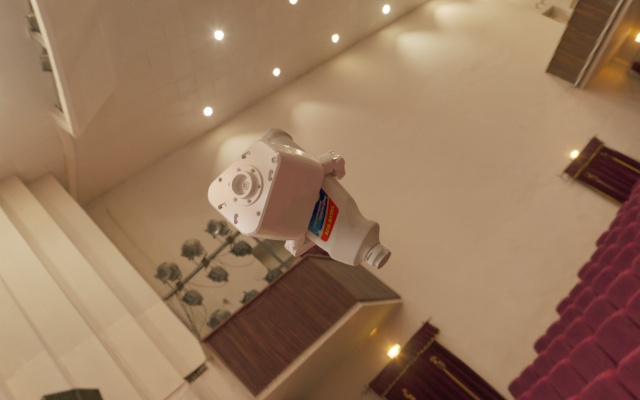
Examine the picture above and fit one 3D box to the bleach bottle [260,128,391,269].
[{"bbox_3d":[0.000,0.002,0.680,0.250,0.102,0.068,38,12,25],"label":"bleach bottle"}]
